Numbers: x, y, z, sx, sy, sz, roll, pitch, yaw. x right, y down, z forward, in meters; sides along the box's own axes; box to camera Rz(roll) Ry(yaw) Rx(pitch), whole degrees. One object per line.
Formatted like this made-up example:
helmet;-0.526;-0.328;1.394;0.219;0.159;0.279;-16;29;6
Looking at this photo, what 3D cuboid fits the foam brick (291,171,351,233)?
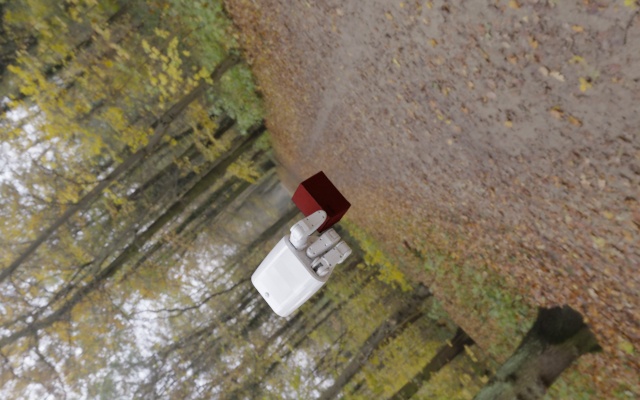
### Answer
foam brick;0.000;0.002;0.781;0.053;0.078;0.051;-30;-16;-36
